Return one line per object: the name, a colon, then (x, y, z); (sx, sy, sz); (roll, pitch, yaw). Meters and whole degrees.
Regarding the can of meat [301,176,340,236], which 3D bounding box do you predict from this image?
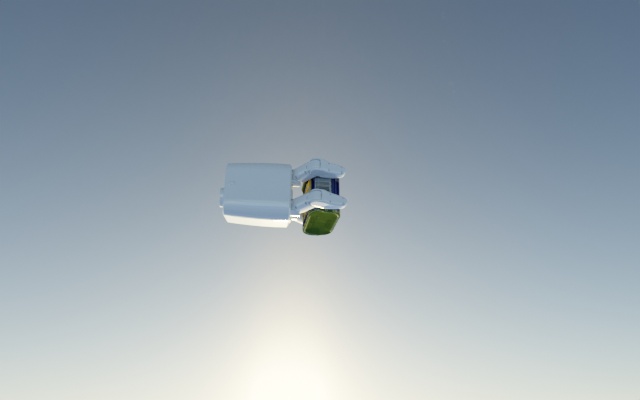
can of meat: (0.000, 0.003, 0.802); (0.057, 0.084, 0.102); (5, -28, -9)
